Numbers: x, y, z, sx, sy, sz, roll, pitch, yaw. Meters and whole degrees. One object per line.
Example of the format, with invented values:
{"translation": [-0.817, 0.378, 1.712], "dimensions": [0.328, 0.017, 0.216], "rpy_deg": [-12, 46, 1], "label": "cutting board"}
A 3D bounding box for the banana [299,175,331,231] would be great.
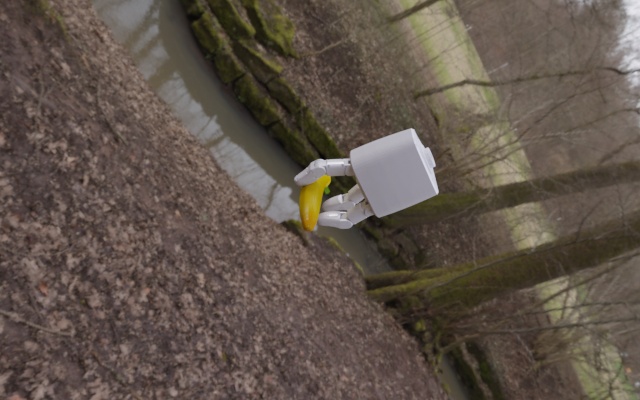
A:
{"translation": [-0.006, -0.015, 0.816], "dimensions": [0.037, 0.070, 0.197], "rpy_deg": [-17, 15, 17], "label": "banana"}
